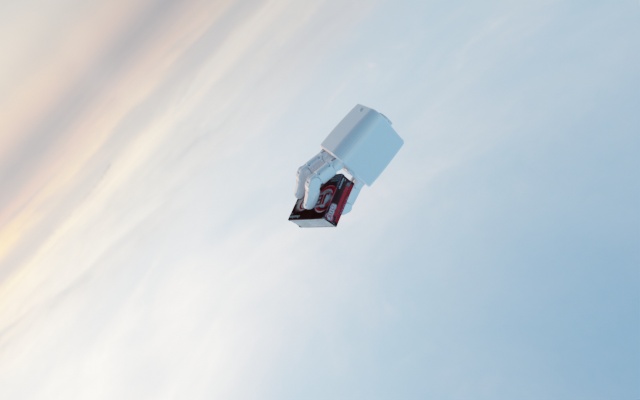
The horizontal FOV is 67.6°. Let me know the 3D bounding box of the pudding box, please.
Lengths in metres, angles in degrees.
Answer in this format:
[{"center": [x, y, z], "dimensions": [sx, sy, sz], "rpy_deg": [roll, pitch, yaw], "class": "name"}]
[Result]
[{"center": [0.000, 0.003, 0.855], "dimensions": [0.039, 0.090, 0.113], "rpy_deg": [36, -24, -27], "class": "pudding box"}]
